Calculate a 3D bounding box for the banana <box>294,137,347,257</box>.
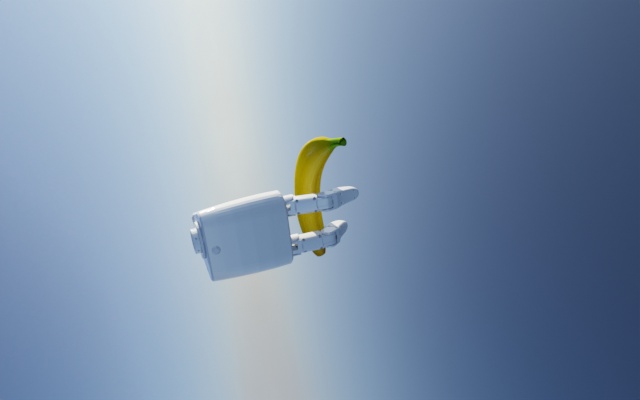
[{"bbox_3d":[-0.010,-0.011,0.658,0.037,0.198,0.069,-17,43,-30],"label":"banana"}]
